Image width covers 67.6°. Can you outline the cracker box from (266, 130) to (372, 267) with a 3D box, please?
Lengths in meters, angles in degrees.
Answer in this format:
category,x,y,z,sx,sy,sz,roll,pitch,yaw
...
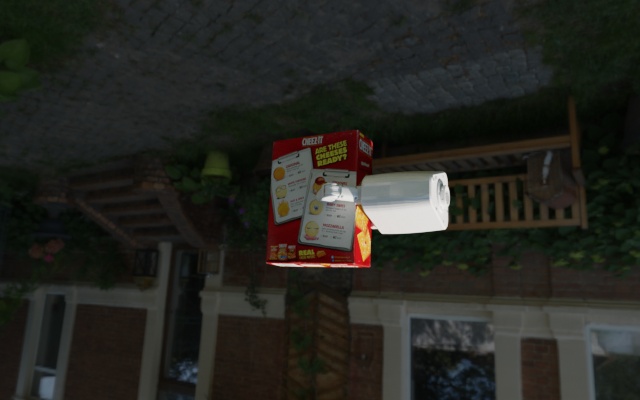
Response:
category,x,y,z,sx,sy,sz,roll,pitch,yaw
cracker box,0.000,0.003,0.796,0.164,0.213,0.072,-4,-13,28
